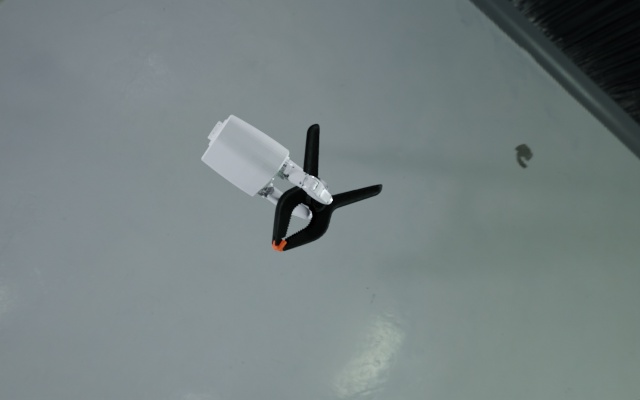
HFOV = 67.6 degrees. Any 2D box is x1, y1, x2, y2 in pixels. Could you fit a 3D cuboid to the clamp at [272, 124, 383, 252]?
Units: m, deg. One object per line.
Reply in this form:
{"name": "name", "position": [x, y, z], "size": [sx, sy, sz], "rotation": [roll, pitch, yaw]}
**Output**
{"name": "clamp", "position": [0.000, 0.003, 0.781], "size": [0.164, 0.210, 0.036], "rotation": [35, -13, -15]}
